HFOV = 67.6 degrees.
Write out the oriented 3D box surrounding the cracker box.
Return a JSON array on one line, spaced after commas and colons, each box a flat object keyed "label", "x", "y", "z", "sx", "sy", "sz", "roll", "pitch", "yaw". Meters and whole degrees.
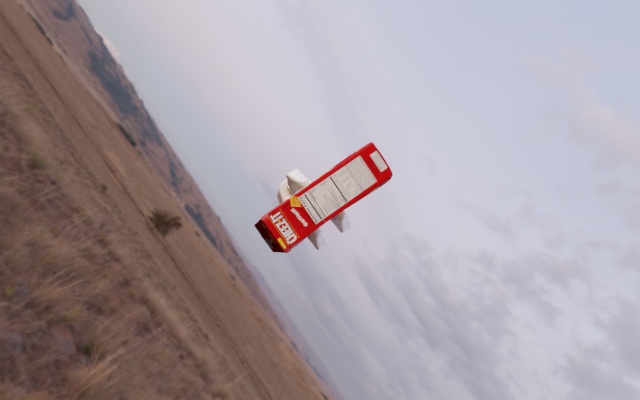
[{"label": "cracker box", "x": 0.000, "y": 0.002, "z": 0.793, "sx": 0.213, "sy": 0.072, "sz": 0.164, "roll": -35, "pitch": 1, "yaw": -12}]
